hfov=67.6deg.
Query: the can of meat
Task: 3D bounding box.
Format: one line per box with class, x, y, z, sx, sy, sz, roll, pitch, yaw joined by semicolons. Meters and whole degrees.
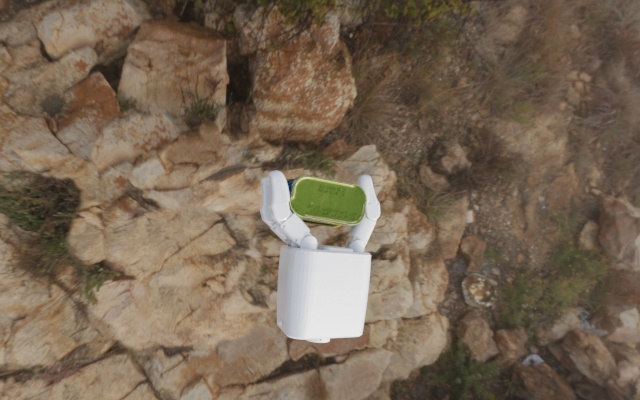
can of meat;0.000;0.002;0.613;0.102;0.057;0.084;9;-5;-15
